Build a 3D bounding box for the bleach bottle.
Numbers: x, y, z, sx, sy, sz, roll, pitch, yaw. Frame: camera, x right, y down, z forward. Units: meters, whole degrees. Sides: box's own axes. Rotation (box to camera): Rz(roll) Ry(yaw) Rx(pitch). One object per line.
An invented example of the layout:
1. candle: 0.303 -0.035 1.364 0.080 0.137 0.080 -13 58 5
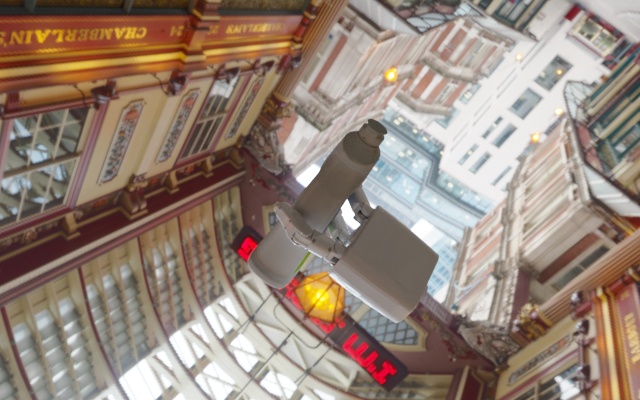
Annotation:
1. bleach bottle: 0.000 0.002 0.615 0.068 0.251 0.102 38 33 1
